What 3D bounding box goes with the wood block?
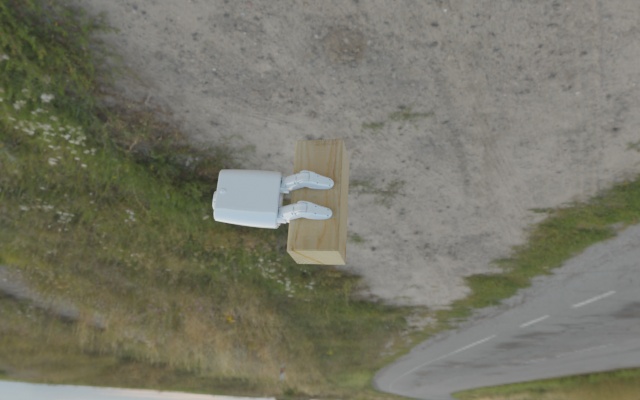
[{"bbox_3d":[0.000,0.003,0.854,0.090,0.206,0.091,0,-22,10],"label":"wood block"}]
